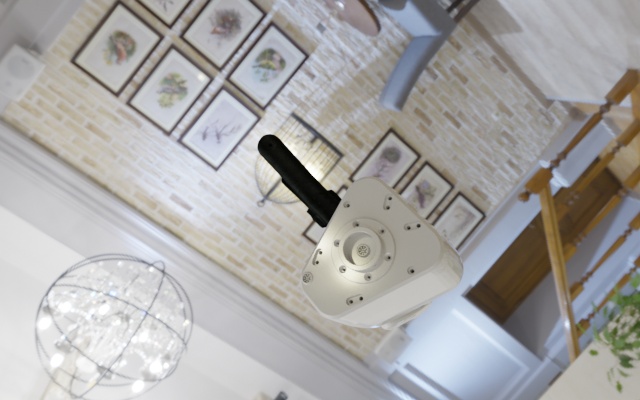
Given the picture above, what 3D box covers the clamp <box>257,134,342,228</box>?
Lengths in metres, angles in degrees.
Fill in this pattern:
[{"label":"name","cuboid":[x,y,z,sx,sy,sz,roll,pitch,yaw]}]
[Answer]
[{"label":"clamp","cuboid":[0.000,0.002,0.490,0.171,0.039,0.120,42,0,26]}]
